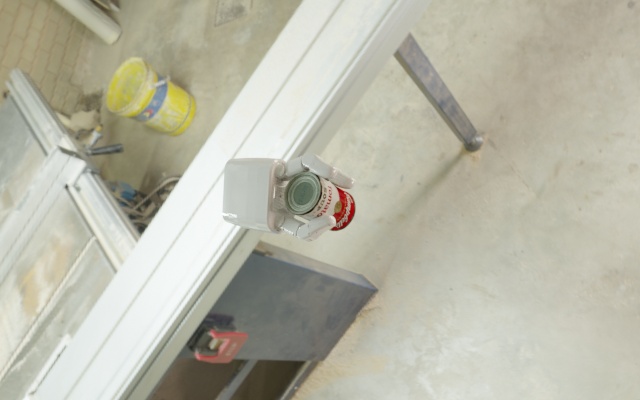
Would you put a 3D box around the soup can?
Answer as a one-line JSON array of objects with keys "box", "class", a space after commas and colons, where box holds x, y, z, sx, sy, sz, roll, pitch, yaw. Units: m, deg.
[{"box": [0.000, 0.002, 0.724, 0.068, 0.068, 0.102, 0, -16, 34], "class": "soup can"}]
